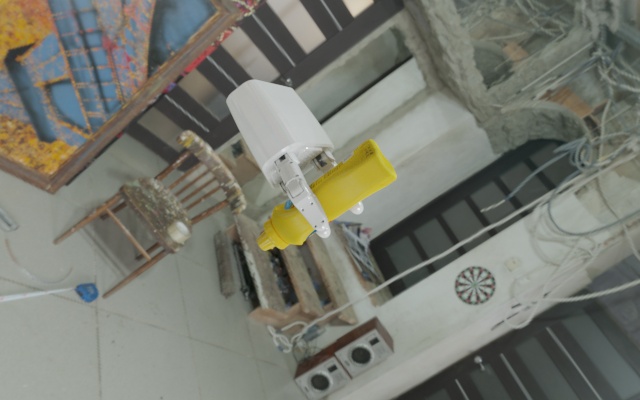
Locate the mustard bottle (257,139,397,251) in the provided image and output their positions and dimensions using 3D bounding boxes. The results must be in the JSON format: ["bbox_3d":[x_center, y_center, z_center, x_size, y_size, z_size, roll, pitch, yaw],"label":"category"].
[{"bbox_3d":[0.000,0.002,0.587,0.191,0.058,0.096,-35,9,11],"label":"mustard bottle"}]
